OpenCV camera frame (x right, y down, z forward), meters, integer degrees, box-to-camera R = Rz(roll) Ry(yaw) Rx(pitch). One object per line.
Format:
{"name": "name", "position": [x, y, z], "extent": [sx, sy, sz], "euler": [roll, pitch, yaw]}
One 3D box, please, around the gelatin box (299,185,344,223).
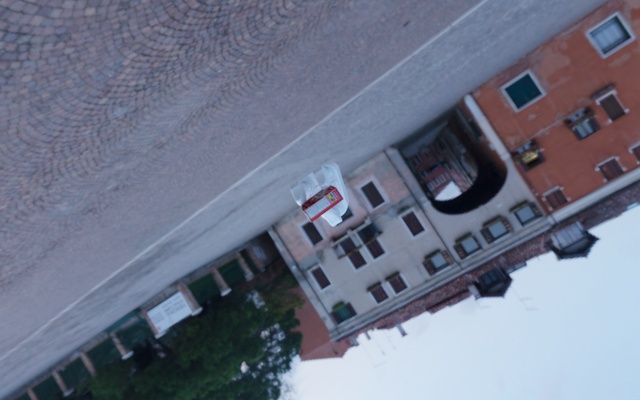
{"name": "gelatin box", "position": [0.000, 0.003, 0.890], "extent": [0.073, 0.030, 0.089], "euler": [-35, 9, -2]}
